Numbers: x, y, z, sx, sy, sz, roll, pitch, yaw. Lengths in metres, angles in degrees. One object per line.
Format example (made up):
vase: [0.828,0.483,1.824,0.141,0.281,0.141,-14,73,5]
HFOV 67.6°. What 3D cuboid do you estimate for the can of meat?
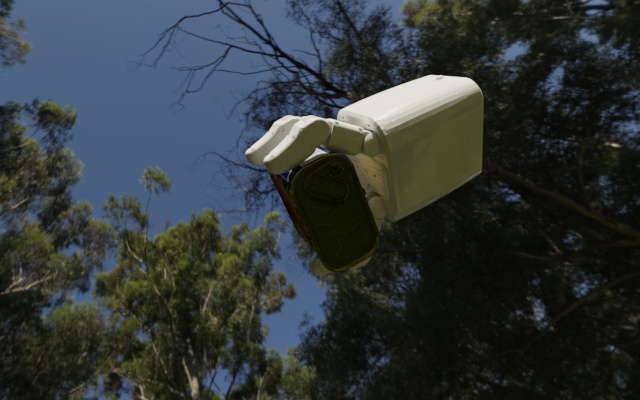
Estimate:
can of meat: [0.000,0.001,0.433,0.057,0.102,0.084,-28,24,-12]
